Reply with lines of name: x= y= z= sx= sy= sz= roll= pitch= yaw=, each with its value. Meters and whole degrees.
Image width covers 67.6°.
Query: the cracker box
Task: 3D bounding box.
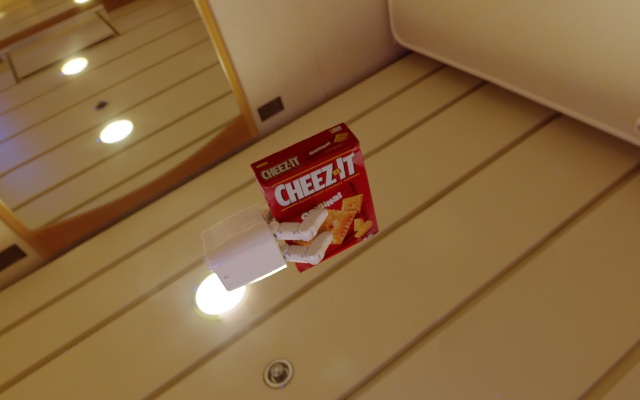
cracker box: x=0.000 y=0.003 z=0.789 sx=0.164 sy=0.214 sz=0.072 roll=-26 pitch=44 yaw=-8
